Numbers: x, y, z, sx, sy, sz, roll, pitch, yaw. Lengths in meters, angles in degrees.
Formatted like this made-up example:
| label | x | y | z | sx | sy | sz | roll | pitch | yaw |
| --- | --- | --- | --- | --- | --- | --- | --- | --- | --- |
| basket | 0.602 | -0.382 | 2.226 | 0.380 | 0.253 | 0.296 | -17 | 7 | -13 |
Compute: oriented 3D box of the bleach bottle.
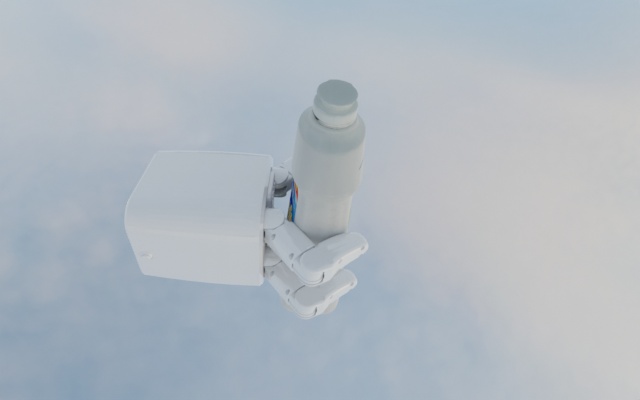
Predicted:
| label | x | y | z | sx | sy | sz | roll | pitch | yaw |
| --- | --- | --- | --- | --- | --- | --- | --- | --- | --- |
| bleach bottle | 0.000 | 0.001 | 0.419 | 0.068 | 0.102 | 0.251 | 4 | -40 | -3 |
